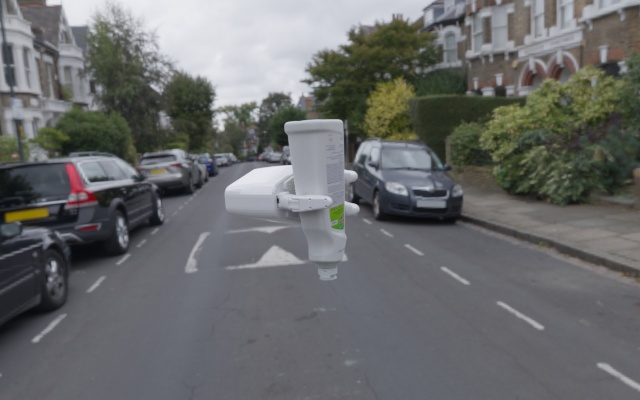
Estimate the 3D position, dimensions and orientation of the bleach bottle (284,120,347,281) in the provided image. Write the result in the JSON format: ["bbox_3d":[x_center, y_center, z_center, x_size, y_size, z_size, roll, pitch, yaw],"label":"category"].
[{"bbox_3d":[0.000,0.002,0.746,0.068,0.251,0.102,1,9,30],"label":"bleach bottle"}]
